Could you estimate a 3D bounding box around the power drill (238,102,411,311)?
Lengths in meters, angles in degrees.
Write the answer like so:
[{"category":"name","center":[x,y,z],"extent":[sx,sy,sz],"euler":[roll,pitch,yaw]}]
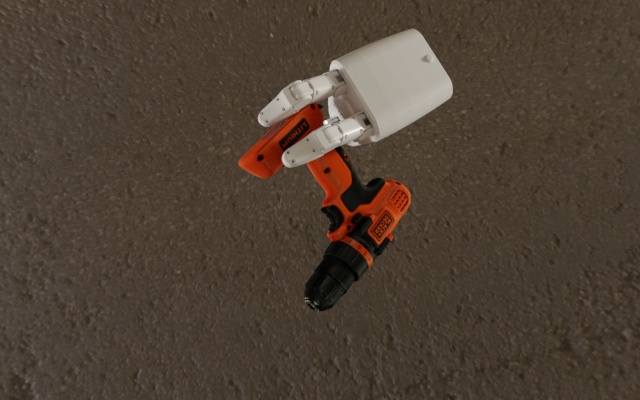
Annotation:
[{"category":"power drill","center":[0.000,0.001,0.528],"extent":[0.184,0.188,0.057],"euler":[-51,21,-26]}]
